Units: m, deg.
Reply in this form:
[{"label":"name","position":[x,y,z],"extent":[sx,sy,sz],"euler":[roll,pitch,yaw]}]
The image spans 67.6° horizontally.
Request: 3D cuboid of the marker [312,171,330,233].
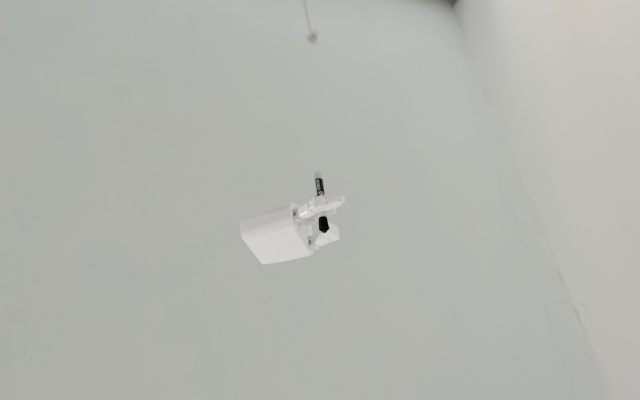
[{"label":"marker","position":[0.000,0.003,0.859],"extent":[0.020,0.121,0.020],"euler":[-6,-28,-3]}]
